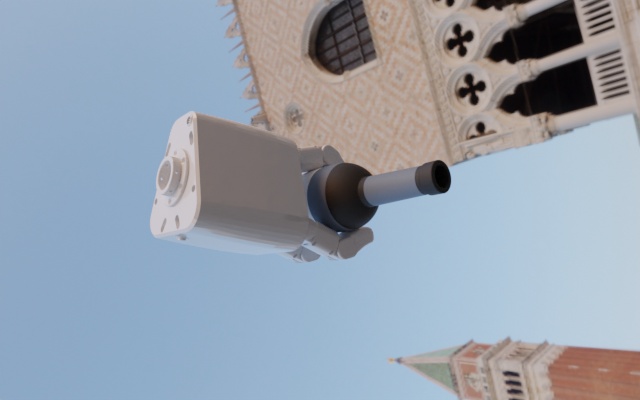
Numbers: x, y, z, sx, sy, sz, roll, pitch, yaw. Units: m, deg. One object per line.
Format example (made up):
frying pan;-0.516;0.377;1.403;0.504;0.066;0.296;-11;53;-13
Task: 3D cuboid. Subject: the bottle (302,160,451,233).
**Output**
bottle;0.000;0.002;0.489;0.069;0.069;0.296;0;-8;-42
